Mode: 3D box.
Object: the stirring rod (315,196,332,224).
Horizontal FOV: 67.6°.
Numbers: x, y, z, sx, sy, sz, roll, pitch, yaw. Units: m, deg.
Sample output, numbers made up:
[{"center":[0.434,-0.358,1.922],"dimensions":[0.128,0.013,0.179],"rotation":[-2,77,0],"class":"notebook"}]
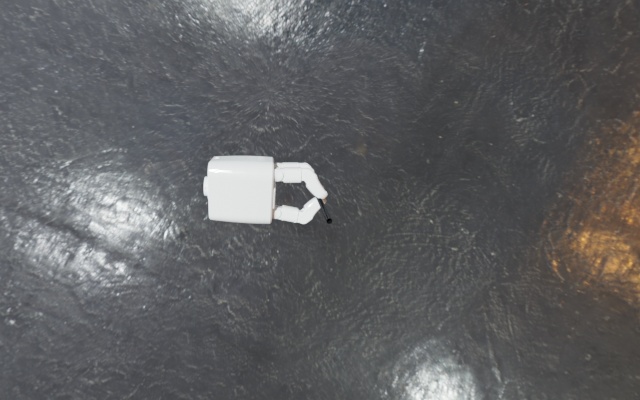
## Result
[{"center":[0.000,0.003,0.782],"dimensions":[0.011,0.011,0.239],"rotation":[0,13,-6],"class":"stirring rod"}]
